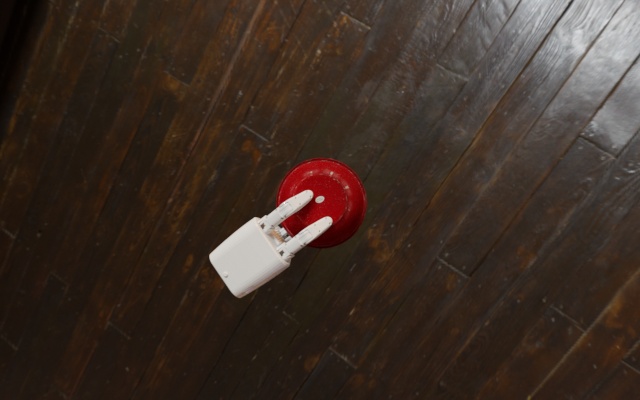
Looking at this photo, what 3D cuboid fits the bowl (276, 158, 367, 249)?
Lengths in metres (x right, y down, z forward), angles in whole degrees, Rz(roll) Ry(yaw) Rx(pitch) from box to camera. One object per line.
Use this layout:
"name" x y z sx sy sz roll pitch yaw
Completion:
"bowl" 0.001 0.002 0.821 0.162 0.162 0.055 0 -4 3
